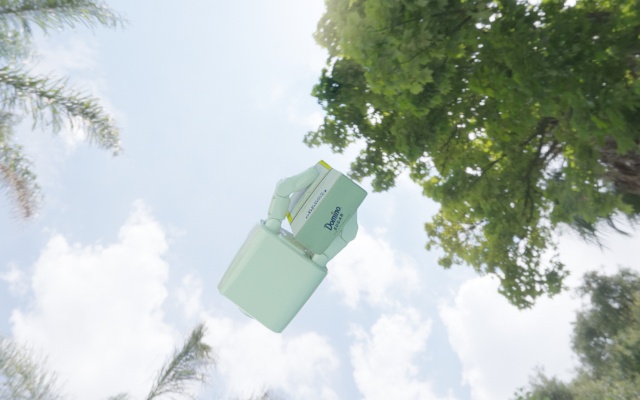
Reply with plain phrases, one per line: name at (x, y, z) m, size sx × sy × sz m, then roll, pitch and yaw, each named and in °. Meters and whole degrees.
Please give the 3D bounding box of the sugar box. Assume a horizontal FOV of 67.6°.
sugar box at (0.000, 0.002, 0.615) m, size 0.048 × 0.093 × 0.176 m, roll 36°, pitch 4°, yaw -15°
